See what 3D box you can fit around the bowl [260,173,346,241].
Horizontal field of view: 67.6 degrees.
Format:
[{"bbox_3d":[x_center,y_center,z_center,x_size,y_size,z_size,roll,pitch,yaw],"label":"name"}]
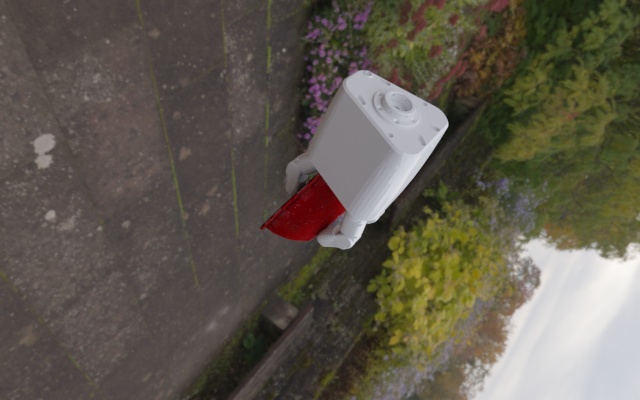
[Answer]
[{"bbox_3d":[0.000,0.003,0.614,0.162,0.055,0.162,-42,1,1],"label":"bowl"}]
